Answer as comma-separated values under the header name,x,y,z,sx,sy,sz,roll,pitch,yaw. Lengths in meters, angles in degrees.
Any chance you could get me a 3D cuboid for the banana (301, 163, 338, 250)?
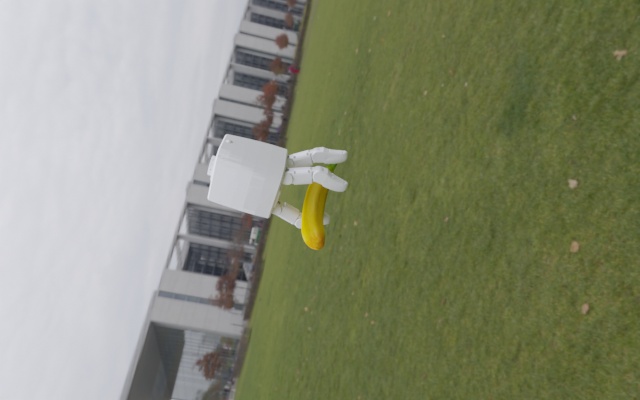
name,x,y,z,sx,sy,sz,roll,pitch,yaw
banana,-0.006,0.011,0.765,0.037,0.197,0.070,20,-44,-11
